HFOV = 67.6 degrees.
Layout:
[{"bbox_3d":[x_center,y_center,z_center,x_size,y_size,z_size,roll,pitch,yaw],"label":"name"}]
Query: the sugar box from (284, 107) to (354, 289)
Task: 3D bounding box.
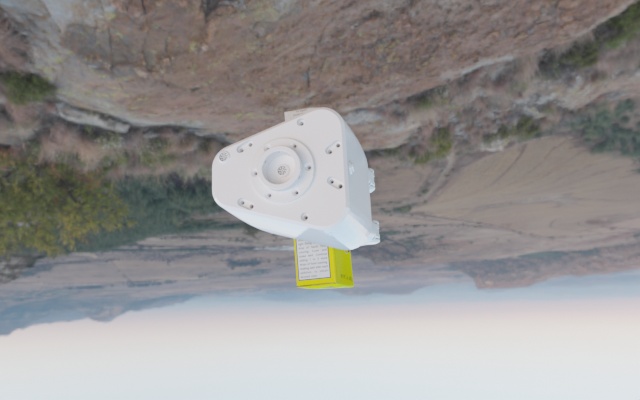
[{"bbox_3d":[0.001,0.002,0.494,0.048,0.176,0.093,-5,-12,12],"label":"sugar box"}]
